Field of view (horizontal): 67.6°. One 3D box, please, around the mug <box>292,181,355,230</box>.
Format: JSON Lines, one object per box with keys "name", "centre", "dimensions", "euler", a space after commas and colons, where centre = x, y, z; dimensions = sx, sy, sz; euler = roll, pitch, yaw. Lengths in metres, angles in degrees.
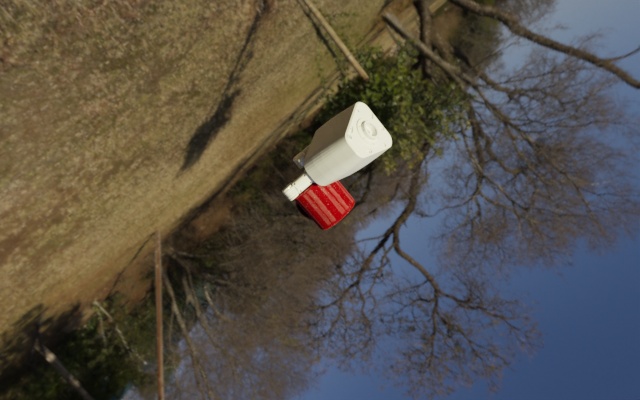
{"name": "mug", "centre": [-0.001, 0.004, 0.870], "dimensions": [0.117, 0.081, 0.093], "euler": [-32, 12, 44]}
